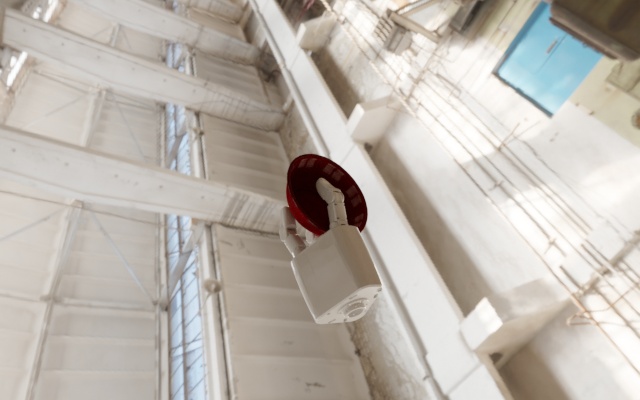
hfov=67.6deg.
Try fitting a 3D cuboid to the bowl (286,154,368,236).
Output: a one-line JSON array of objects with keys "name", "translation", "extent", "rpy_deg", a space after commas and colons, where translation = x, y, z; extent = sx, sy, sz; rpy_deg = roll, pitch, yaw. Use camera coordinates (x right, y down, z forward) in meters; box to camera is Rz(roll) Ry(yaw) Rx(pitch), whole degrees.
[{"name": "bowl", "translation": [0.000, 0.002, 0.794], "extent": [0.162, 0.162, 0.055], "rpy_deg": [0, -31, -42]}]
